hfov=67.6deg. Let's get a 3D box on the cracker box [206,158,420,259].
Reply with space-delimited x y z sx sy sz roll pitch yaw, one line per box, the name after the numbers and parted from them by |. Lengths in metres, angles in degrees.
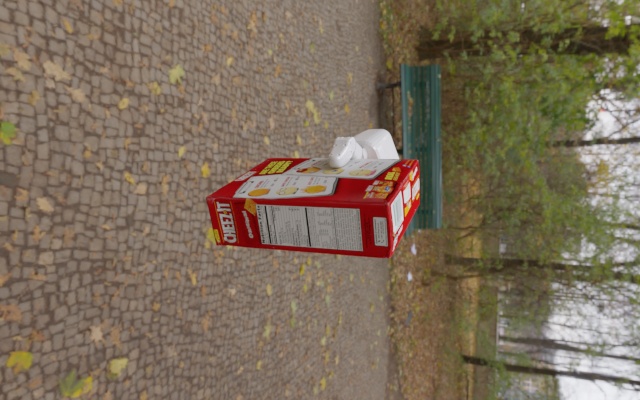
0.000 0.002 0.578 0.213 0.072 0.164 2 21 21 | cracker box
